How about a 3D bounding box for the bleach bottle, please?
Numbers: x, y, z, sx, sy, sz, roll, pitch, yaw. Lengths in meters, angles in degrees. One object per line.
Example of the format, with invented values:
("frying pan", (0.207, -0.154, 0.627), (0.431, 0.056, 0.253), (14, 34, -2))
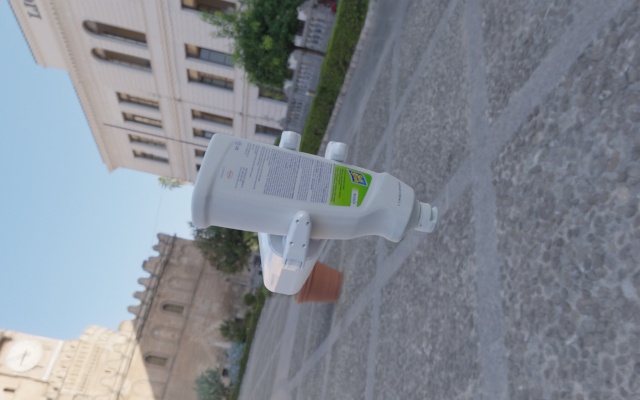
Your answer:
("bleach bottle", (0.000, 0.002, 0.507), (0.251, 0.102, 0.068), (12, -35, -5))
